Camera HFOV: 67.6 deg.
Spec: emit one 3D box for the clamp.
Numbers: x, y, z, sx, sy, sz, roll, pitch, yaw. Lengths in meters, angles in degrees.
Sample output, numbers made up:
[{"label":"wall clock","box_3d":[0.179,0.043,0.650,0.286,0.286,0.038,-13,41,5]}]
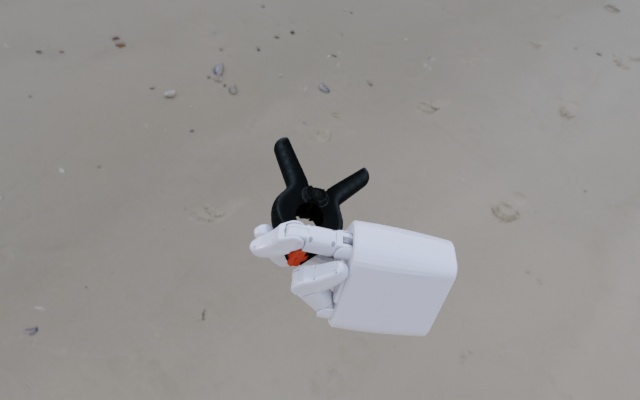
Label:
[{"label":"clamp","box_3d":[0.000,0.001,0.532,0.120,0.171,0.039,10,-41,-8]}]
